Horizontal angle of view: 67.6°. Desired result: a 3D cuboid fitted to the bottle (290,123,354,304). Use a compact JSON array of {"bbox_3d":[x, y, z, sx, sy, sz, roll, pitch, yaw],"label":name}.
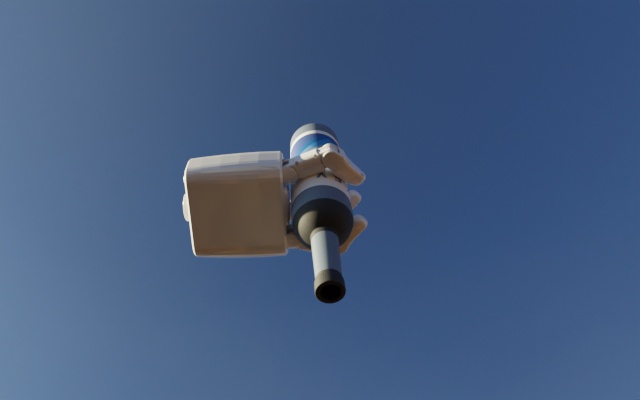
[{"bbox_3d":[0.000,0.002,0.539,0.069,0.069,0.295,0,32,-4],"label":"bottle"}]
